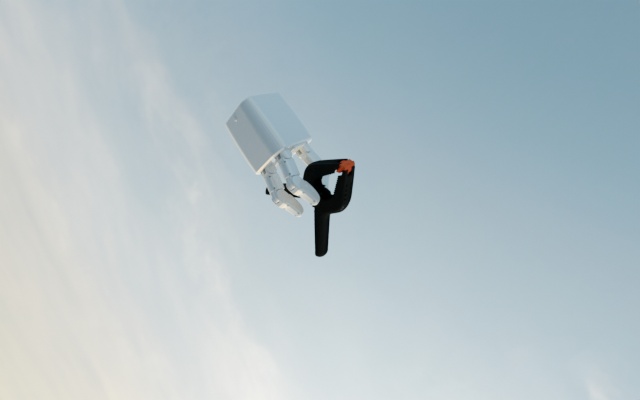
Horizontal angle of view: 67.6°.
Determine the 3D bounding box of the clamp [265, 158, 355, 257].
[{"bbox_3d":[0.001,0.002,0.813,0.036,0.164,0.210,-35,-1,-42],"label":"clamp"}]
